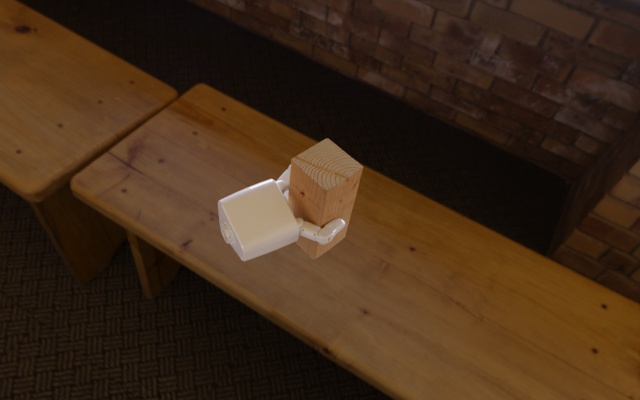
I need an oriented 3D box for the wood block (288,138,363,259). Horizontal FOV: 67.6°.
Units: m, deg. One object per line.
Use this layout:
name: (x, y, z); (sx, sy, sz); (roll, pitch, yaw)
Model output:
wood block: (0.000, 0.003, 0.875); (0.090, 0.206, 0.090); (-33, 63, -29)
